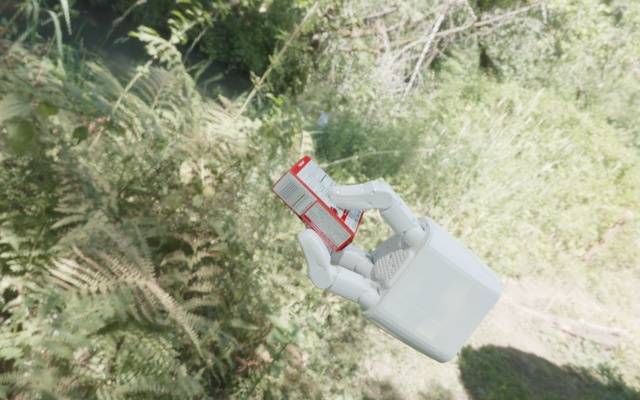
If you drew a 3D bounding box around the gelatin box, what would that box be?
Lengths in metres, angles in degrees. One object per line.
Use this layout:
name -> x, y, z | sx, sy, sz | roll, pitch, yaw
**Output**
gelatin box -> 0.000, 0.001, 0.471 | 0.030, 0.089, 0.073 | -43, 5, 20
